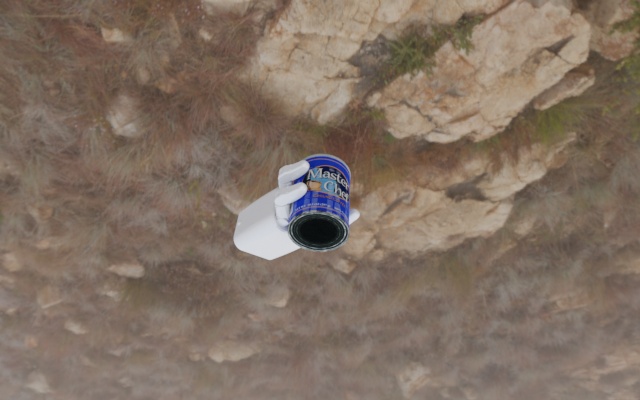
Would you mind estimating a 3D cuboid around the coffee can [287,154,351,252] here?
[{"bbox_3d":[0.000,0.003,0.828,0.103,0.140,0.103,2,-44,2],"label":"coffee can"}]
